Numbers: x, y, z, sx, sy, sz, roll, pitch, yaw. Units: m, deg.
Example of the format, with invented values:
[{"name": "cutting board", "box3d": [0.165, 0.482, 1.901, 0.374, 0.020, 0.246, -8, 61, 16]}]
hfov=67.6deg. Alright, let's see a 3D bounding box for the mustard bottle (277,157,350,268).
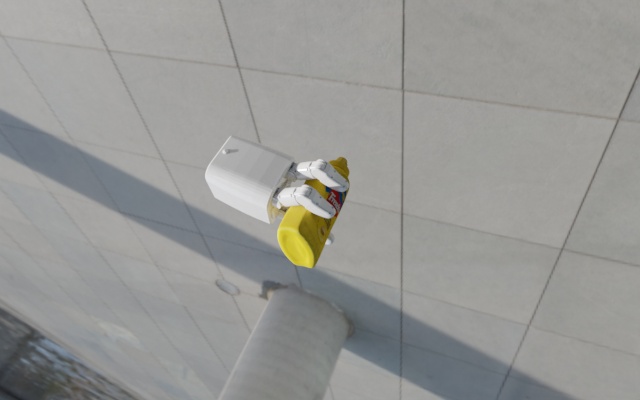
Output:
[{"name": "mustard bottle", "box3d": [0.000, 0.003, 0.739, 0.058, 0.191, 0.096, 7, -40, 26]}]
